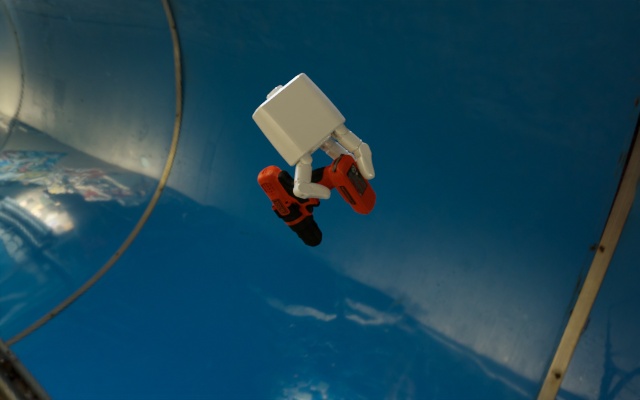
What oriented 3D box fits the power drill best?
[{"bbox_3d":[0.000,0.002,0.849,0.188,0.184,0.057,-15,33,35],"label":"power drill"}]
